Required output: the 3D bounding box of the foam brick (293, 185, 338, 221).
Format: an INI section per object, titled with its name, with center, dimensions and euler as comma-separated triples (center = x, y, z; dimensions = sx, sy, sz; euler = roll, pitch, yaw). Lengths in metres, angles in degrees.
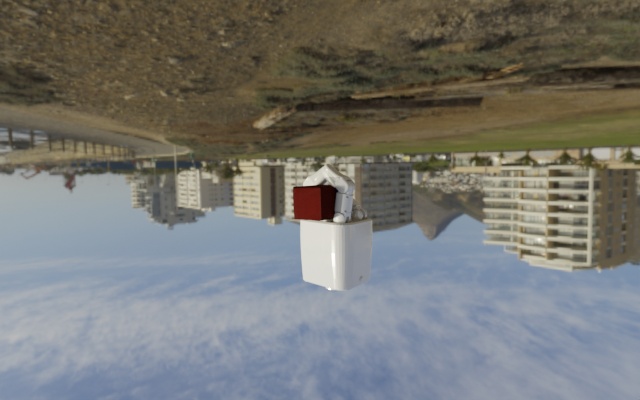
[foam brick]
center = 0.000, 0.002, 0.749
dimensions = 0.053, 0.051, 0.078
euler = 3, 5, 33
